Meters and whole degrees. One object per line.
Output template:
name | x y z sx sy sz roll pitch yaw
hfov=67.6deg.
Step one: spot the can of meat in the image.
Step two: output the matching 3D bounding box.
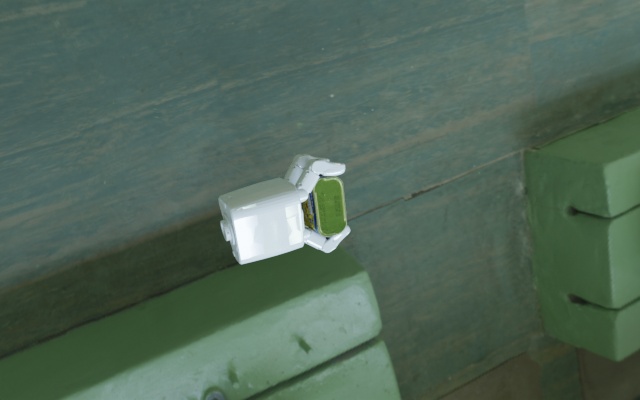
can of meat | 0.000 0.003 0.784 0.057 0.102 0.084 -13 15 -20
